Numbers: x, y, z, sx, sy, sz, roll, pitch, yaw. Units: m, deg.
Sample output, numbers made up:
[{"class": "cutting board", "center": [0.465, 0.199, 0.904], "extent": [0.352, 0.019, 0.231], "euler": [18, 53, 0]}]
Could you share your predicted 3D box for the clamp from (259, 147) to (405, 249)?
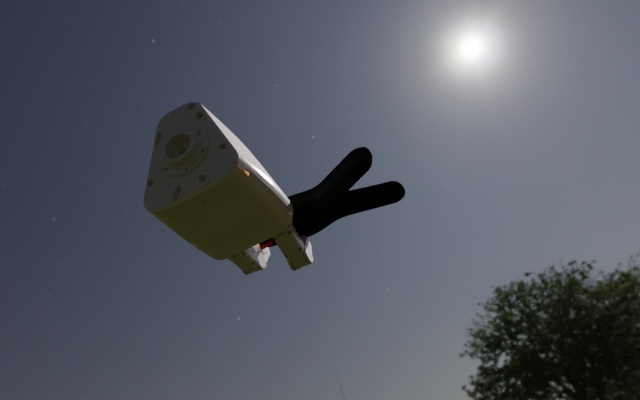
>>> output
[{"class": "clamp", "center": [0.000, 0.001, 0.502], "extent": [0.171, 0.039, 0.120], "euler": [-25, -32, 8]}]
